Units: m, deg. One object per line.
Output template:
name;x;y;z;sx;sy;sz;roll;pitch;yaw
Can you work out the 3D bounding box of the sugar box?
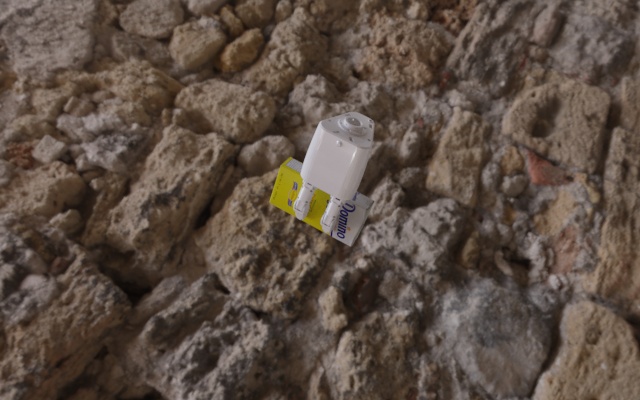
sugar box;0.000;0.003;0.872;0.176;0.093;0.048;29;37;11
